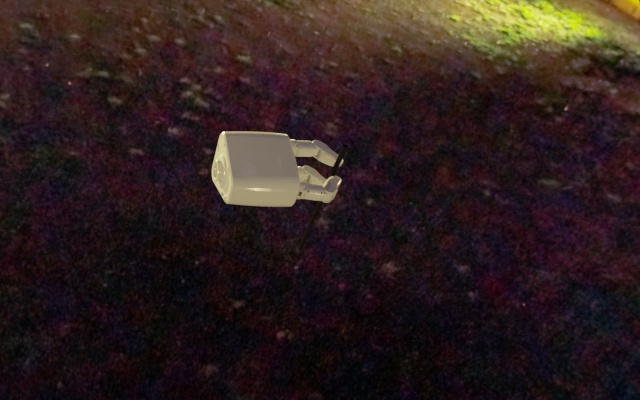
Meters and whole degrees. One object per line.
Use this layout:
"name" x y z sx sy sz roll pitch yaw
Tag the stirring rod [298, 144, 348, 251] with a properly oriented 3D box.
"stirring rod" 0.000 0.003 0.818 0.011 0.240 0.011 15 38 -12
